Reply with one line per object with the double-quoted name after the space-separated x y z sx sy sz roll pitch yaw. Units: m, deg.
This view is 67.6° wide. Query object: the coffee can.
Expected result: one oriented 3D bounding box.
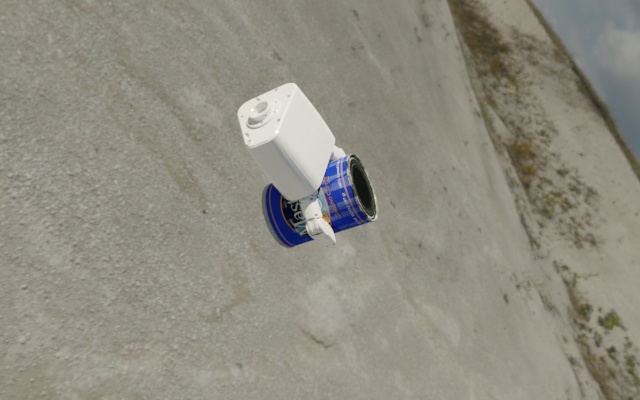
0.000 0.002 0.700 0.140 0.103 0.103 -19 -7 21 "coffee can"
